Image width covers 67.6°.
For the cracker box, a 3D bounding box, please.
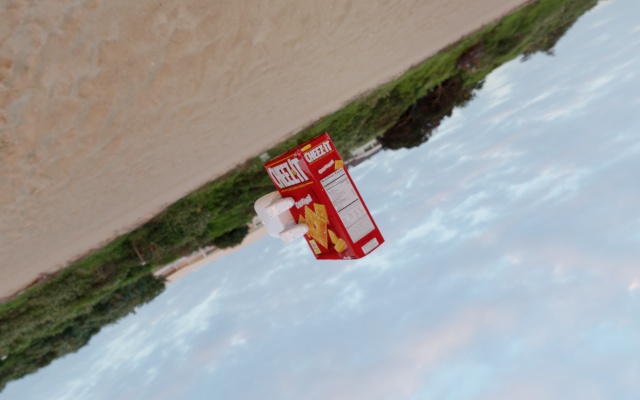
[{"bbox_3d":[0.000,0.003,0.852,0.072,0.214,0.164,-34,10,-26],"label":"cracker box"}]
